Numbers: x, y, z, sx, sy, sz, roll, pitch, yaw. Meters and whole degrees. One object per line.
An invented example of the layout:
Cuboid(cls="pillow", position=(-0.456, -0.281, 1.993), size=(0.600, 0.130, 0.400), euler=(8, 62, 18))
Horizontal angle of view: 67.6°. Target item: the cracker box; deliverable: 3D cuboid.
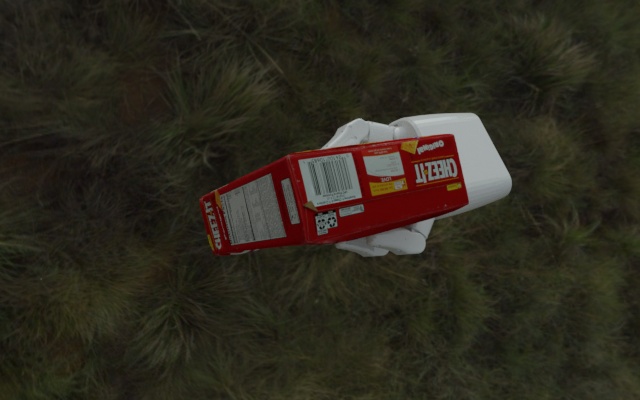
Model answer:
Cuboid(cls="cracker box", position=(0.000, 0.001, 0.450), size=(0.164, 0.072, 0.214), euler=(-11, -2, -31))
